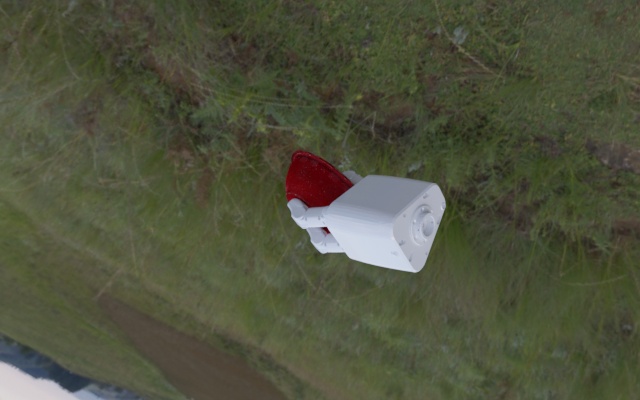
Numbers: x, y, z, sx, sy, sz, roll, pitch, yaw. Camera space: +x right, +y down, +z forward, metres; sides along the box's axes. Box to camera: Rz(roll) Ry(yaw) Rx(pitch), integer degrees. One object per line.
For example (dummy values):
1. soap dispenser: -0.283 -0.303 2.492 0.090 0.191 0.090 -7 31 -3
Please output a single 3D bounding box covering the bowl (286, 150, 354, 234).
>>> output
1. bowl: -0.001 0.003 0.717 0.162 0.055 0.162 38 -18 14
